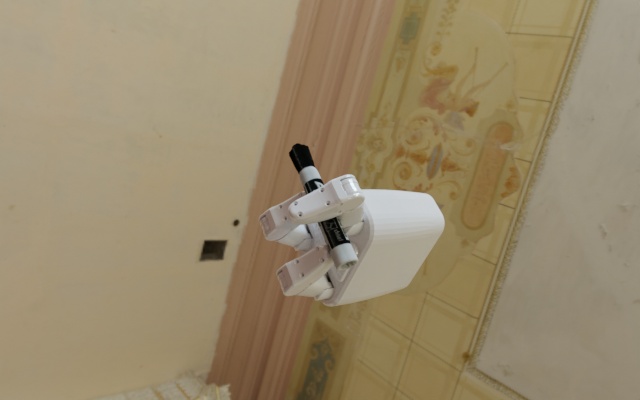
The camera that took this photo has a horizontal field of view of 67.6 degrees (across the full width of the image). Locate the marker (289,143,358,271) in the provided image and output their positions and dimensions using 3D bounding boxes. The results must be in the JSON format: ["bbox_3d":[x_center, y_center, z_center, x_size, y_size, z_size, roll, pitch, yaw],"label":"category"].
[{"bbox_3d":[0.000,0.001,0.401,0.020,0.121,0.020,-19,-26,-10],"label":"marker"}]
